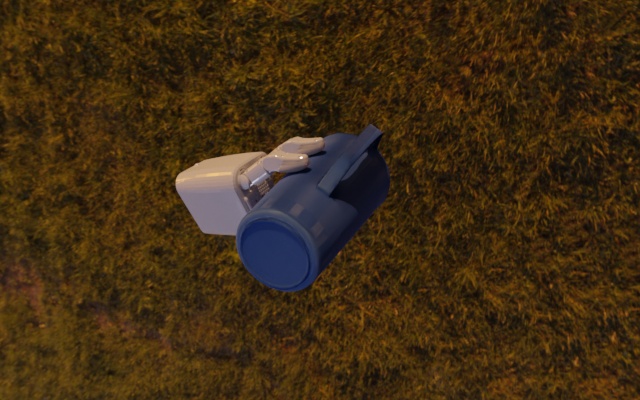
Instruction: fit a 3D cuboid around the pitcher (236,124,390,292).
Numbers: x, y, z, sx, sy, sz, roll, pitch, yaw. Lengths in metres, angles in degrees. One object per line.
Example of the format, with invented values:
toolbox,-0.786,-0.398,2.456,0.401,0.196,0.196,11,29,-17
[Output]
pitcher,0.000,0.002,0.622,0.145,0.149,0.242,-3,24,27
